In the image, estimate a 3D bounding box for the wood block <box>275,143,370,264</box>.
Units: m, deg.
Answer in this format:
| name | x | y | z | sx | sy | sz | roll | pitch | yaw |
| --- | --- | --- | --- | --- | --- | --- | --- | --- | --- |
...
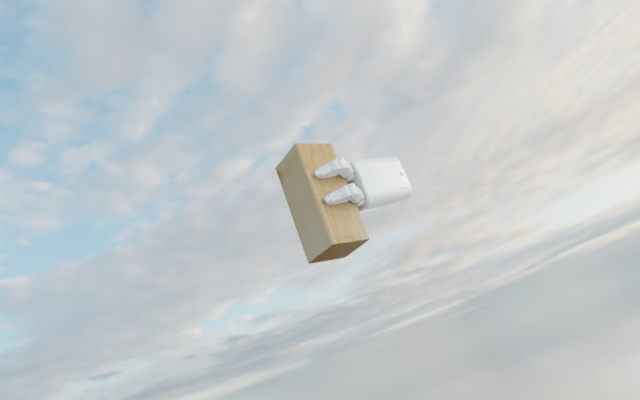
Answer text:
| name | x | y | z | sx | sy | sz | roll | pitch | yaw |
| --- | --- | --- | --- | --- | --- | --- | --- | --- | --- |
| wood block | 0.000 | 0.003 | 0.900 | 0.090 | 0.206 | 0.091 | -5 | -26 | -36 |
